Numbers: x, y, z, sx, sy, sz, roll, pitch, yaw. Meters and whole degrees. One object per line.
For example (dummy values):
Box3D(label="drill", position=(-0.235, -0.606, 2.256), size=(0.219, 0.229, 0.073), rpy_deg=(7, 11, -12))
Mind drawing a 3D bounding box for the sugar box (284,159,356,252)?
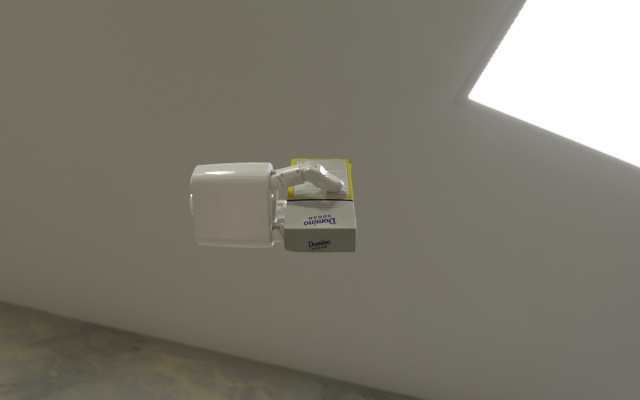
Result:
Box3D(label="sugar box", position=(0.000, 0.003, 0.672), size=(0.093, 0.048, 0.176), rpy_deg=(0, 37, 1))
